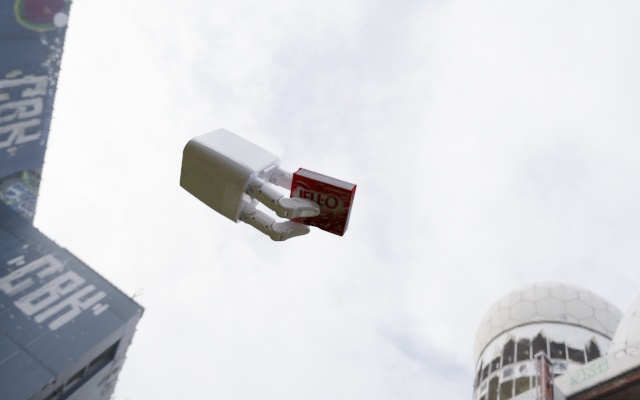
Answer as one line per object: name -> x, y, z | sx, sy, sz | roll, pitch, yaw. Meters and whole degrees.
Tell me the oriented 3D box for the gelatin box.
gelatin box -> 0.001, 0.002, 0.664 | 0.089, 0.073, 0.030 | 18, 27, 14
